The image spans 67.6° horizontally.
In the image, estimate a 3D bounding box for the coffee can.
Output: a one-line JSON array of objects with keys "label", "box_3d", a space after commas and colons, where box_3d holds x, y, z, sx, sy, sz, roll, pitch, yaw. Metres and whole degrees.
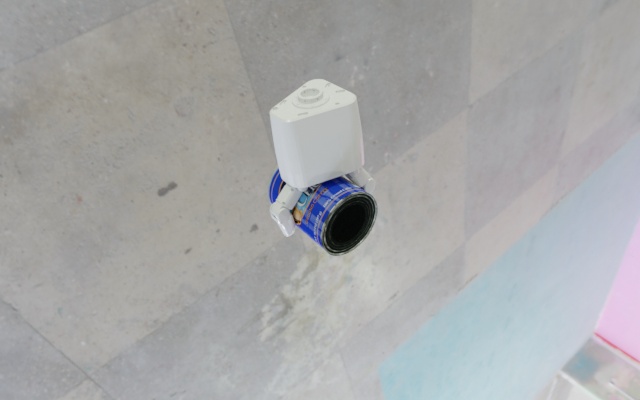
[{"label": "coffee can", "box_3d": [0.000, 0.002, 0.711, 0.103, 0.103, 0.140, 0, 27, -43]}]
